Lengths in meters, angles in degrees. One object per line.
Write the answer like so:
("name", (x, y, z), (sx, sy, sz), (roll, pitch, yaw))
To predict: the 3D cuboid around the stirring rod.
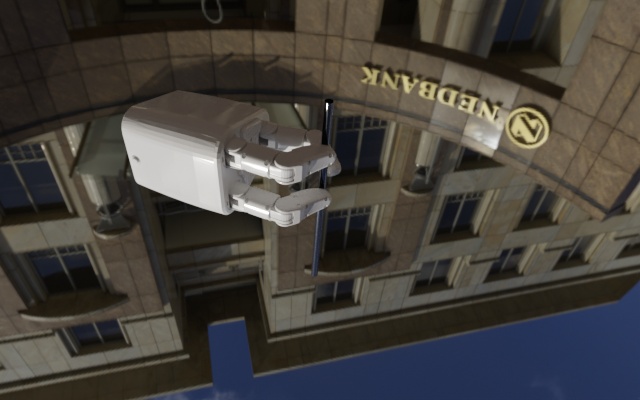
("stirring rod", (0.000, 0.001, 0.494), (0.011, 0.240, 0.011), (3, 44, -2))
